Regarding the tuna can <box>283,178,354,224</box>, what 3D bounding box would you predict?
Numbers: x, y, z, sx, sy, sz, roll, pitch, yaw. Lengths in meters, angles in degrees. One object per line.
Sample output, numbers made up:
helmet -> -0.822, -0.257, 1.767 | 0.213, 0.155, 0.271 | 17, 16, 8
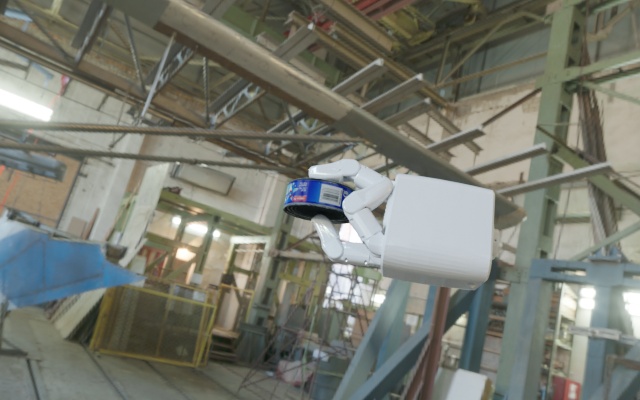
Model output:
tuna can -> 0.000, 0.001, 0.573 | 0.086, 0.033, 0.086 | 8, -14, 2
